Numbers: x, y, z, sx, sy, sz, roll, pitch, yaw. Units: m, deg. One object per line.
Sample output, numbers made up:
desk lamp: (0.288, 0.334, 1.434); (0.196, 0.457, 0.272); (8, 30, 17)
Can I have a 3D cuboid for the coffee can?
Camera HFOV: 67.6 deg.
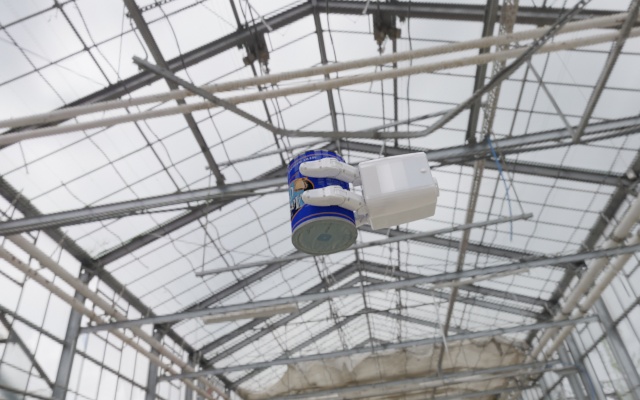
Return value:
coffee can: (0.000, 0.003, 0.770); (0.103, 0.140, 0.103); (-4, -36, -3)
